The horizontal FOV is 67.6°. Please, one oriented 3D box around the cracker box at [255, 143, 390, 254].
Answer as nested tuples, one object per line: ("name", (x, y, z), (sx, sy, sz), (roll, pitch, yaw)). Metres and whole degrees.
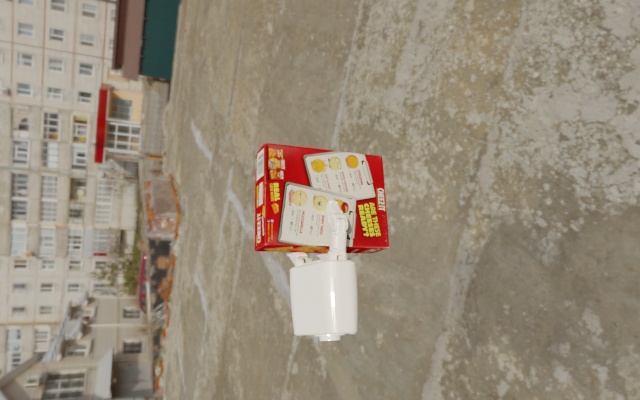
("cracker box", (0.000, 0.003, 0.788), (0.214, 0.164, 0.072), (4, -15, -23))
